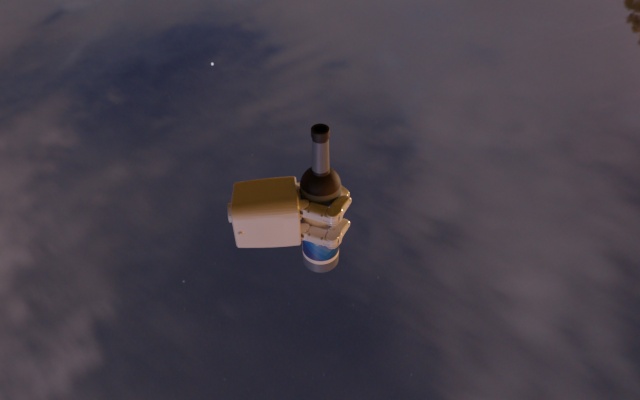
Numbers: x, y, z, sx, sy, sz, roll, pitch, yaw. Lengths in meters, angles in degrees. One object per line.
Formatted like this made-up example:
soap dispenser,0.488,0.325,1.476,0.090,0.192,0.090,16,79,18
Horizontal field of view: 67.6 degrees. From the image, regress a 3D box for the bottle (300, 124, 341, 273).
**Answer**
bottle,0.000,0.003,0.788,0.069,0.296,0.069,0,44,0
